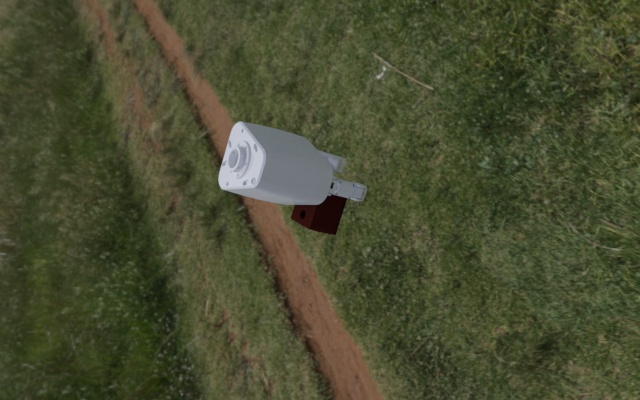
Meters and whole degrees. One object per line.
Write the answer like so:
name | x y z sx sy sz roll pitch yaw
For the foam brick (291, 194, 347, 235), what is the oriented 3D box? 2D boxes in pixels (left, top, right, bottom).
foam brick | 0.000 0.003 0.685 0.051 0.078 0.053 11 10 -39
